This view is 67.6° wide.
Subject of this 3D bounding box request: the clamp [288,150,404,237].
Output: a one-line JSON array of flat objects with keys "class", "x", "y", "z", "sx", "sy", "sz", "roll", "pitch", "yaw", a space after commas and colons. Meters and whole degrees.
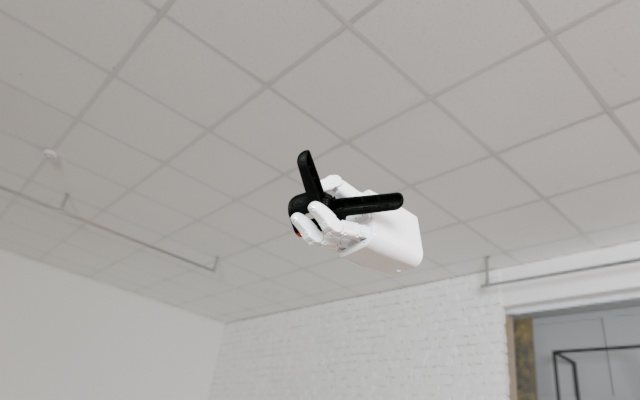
[{"class": "clamp", "x": 0.000, "y": 0.002, "z": 0.727, "sx": 0.164, "sy": 0.036, "sz": 0.210, "roll": 29, "pitch": -34, "yaw": -20}]
